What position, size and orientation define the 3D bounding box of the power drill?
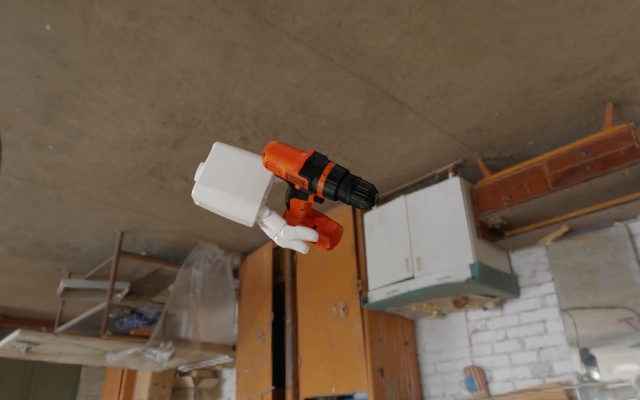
[{"bbox_3d":[0.000,0.003,0.742,0.184,0.057,0.188,26,-32,18],"label":"power drill"}]
